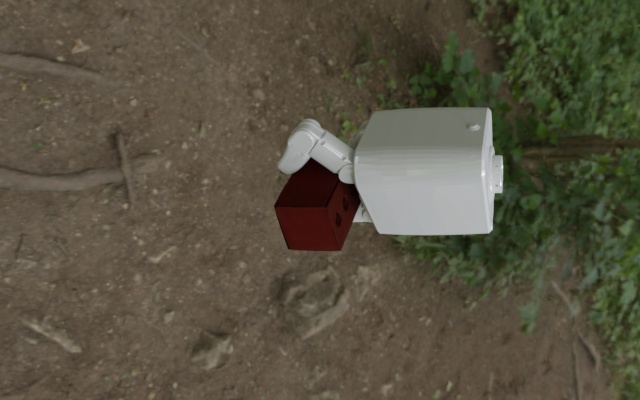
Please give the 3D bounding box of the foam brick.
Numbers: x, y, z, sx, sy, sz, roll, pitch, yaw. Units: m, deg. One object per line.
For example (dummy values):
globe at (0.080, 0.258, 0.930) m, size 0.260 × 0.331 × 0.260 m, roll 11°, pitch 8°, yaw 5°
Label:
foam brick at (0.000, 0.002, 0.436) m, size 0.051 × 0.053 × 0.078 m, roll 2°, pitch 40°, yaw 23°
